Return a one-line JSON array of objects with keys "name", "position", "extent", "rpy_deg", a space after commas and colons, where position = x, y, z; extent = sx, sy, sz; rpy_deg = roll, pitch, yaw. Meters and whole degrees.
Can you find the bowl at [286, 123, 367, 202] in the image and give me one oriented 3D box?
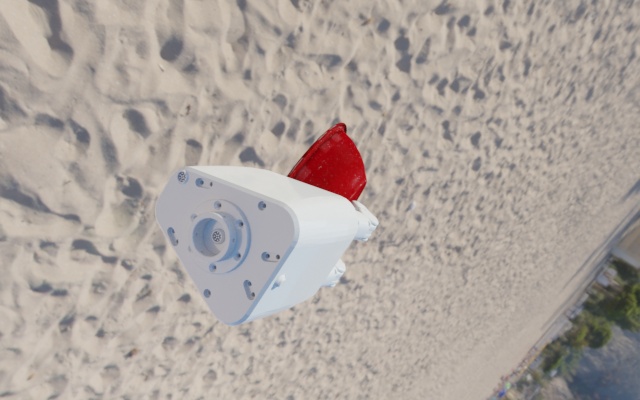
[{"name": "bowl", "position": [0.001, 0.001, 0.497], "extent": [0.055, 0.162, 0.162], "rpy_deg": [35, 5, 8]}]
